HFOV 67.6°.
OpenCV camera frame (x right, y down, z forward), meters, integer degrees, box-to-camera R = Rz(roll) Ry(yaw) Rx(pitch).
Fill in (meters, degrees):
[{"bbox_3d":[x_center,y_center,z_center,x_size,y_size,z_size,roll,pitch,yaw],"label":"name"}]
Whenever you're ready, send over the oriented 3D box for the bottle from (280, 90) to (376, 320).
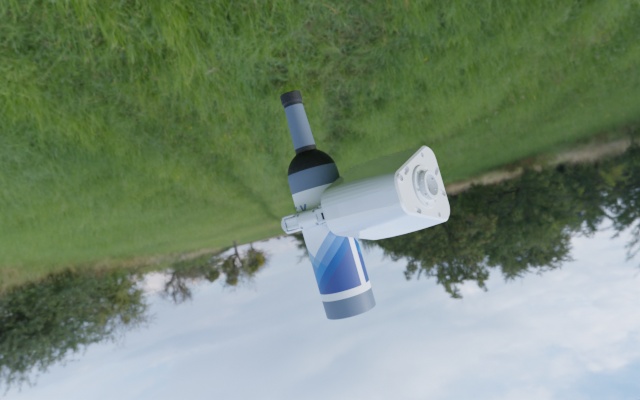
[{"bbox_3d":[0.000,0.002,0.622,0.069,0.295,0.069,-16,-1,0],"label":"bottle"}]
